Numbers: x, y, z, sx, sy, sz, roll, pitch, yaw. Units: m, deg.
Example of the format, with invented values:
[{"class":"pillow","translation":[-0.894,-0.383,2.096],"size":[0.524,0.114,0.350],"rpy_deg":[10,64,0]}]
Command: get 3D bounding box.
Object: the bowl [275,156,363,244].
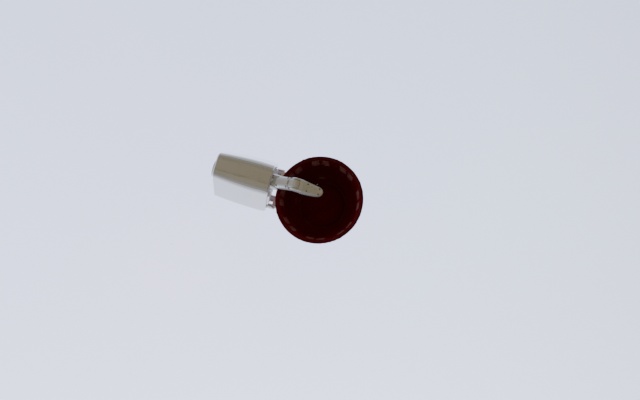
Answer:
[{"class":"bowl","translation":[0.001,0.004,0.885],"size":[0.162,0.162,0.055],"rpy_deg":[0,-12,8]}]
